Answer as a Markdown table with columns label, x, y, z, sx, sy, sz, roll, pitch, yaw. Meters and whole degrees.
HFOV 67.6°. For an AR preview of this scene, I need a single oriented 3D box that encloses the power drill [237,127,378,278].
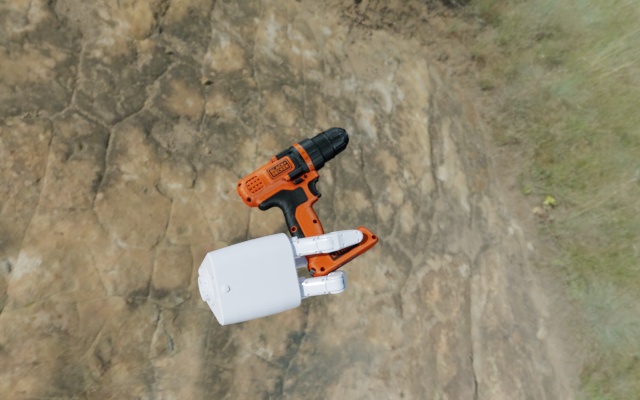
| label | x | y | z | sx | sy | sz | roll | pitch | yaw |
| --- | --- | --- | --- | --- | --- | --- | --- | --- | --- |
| power drill | 0.000 | 0.003 | 0.685 | 0.184 | 0.187 | 0.057 | -33 | -14 | -9 |
